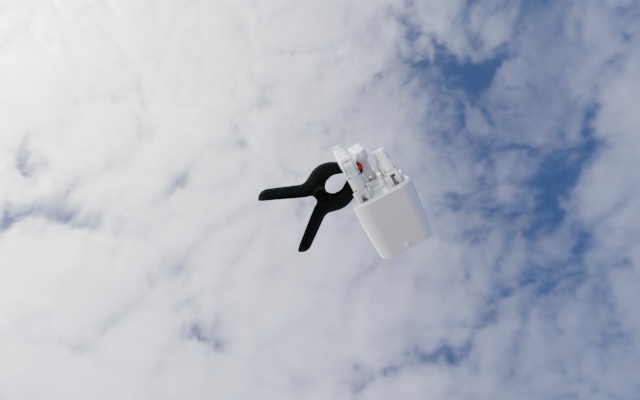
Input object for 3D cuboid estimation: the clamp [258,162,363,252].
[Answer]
[{"bbox_3d":[0.000,0.002,0.767,0.171,0.120,0.039,-27,18,1],"label":"clamp"}]
